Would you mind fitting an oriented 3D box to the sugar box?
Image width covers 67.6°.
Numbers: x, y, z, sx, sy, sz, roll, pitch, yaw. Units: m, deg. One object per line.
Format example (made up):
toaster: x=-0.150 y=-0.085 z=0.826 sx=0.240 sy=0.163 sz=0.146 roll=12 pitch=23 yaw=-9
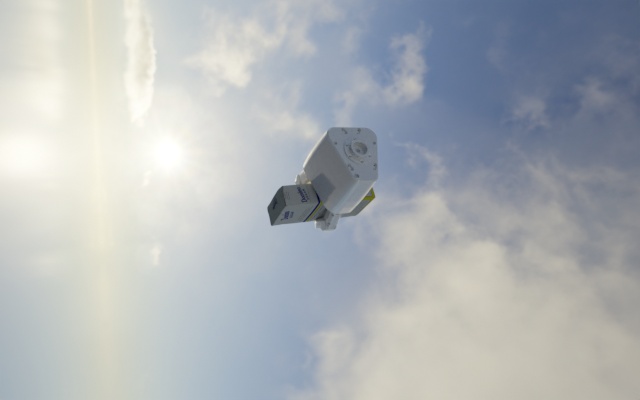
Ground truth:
sugar box: x=0.000 y=0.002 z=0.868 sx=0.176 sy=0.048 sz=0.093 roll=-3 pitch=-24 yaw=-25
